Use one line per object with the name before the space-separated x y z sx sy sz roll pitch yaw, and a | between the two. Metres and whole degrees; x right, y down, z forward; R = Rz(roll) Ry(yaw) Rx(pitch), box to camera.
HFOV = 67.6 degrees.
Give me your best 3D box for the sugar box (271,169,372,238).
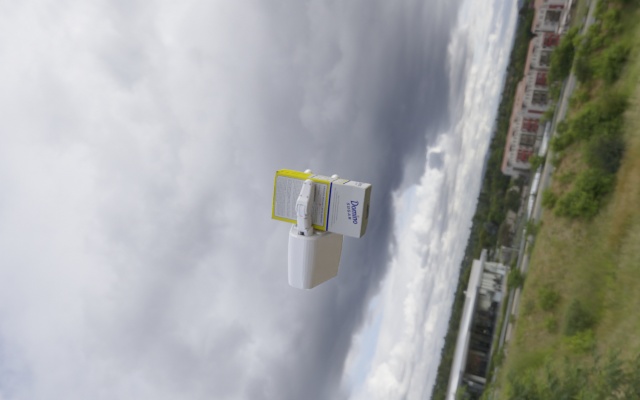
sugar box | 0.000 0.003 0.861 0.176 0.093 0.048 11 16 19
